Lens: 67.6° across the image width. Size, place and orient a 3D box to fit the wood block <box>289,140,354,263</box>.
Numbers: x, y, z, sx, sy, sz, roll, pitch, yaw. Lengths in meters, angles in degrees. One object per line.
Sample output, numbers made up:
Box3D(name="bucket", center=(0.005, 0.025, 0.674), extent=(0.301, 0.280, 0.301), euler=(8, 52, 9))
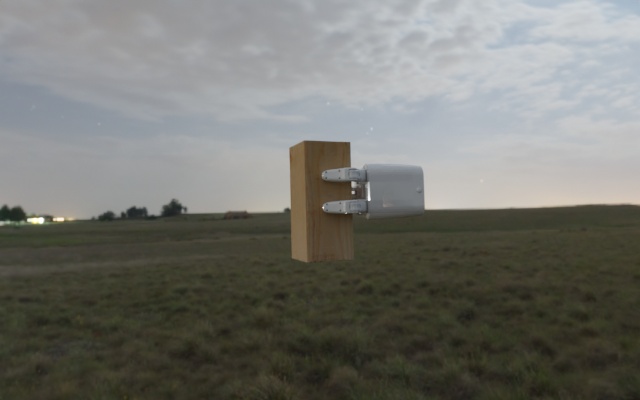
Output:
Box3D(name="wood block", center=(0.000, 0.003, 0.857), extent=(0.090, 0.206, 0.091), euler=(-1, -2, -20))
